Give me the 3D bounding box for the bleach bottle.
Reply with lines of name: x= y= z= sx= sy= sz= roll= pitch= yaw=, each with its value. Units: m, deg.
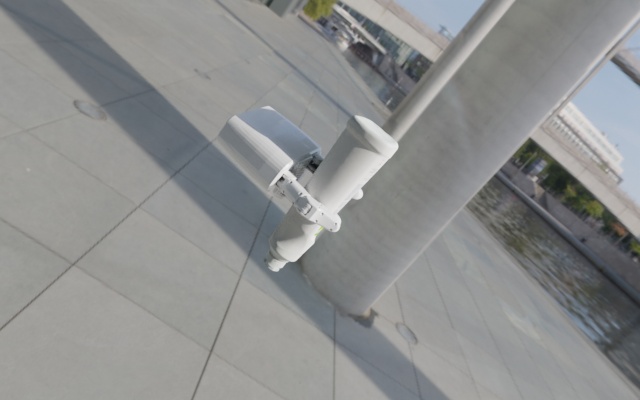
bleach bottle: x=0.000 y=0.002 z=0.658 sx=0.068 sy=0.251 sz=0.102 roll=42 pitch=17 yaw=10
